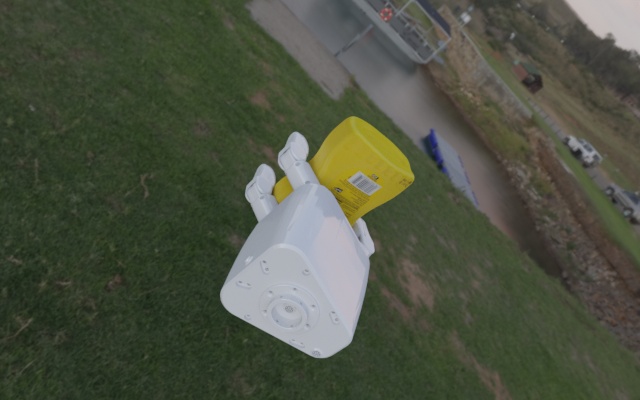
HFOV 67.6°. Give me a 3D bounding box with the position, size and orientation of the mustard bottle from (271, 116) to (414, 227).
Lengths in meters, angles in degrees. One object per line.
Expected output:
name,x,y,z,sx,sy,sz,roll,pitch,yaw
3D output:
mustard bottle,0.000,0.001,0.518,0.096,0.058,0.192,32,-59,-32
